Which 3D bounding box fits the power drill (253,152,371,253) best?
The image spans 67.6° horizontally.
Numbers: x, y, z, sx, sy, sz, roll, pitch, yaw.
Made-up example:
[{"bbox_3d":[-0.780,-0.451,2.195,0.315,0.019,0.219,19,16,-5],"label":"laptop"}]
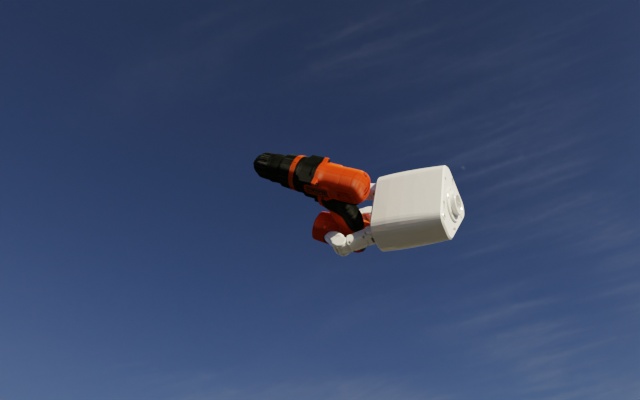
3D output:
[{"bbox_3d":[0.000,0.003,0.734,0.184,0.057,0.188,16,-26,27],"label":"power drill"}]
